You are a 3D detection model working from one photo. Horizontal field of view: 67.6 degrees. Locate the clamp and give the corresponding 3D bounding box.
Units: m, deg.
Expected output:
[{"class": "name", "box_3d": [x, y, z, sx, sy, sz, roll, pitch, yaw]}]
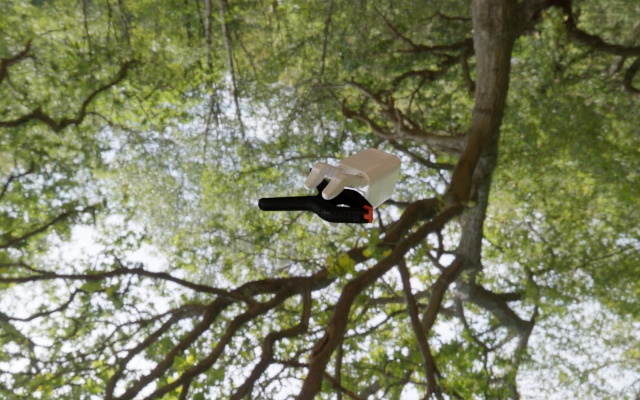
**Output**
[{"class": "clamp", "box_3d": [0.001, 0.004, 0.874, 0.164, 0.036, 0.210, -30, 39, -35]}]
